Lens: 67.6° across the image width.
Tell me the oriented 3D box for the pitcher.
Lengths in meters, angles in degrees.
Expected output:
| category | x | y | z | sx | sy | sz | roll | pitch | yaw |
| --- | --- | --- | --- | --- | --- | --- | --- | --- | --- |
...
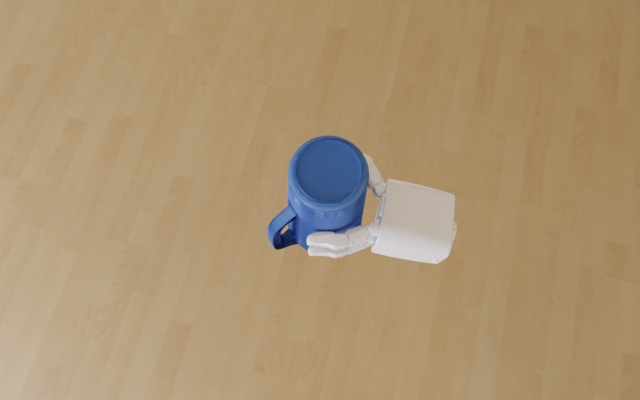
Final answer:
| category | x | y | z | sx | sy | sz | roll | pitch | yaw |
| --- | --- | --- | --- | --- | --- | --- | --- | --- | --- |
| pitcher | 0.000 | 0.002 | 0.732 | 0.145 | 0.149 | 0.243 | 13 | -17 | 4 |
